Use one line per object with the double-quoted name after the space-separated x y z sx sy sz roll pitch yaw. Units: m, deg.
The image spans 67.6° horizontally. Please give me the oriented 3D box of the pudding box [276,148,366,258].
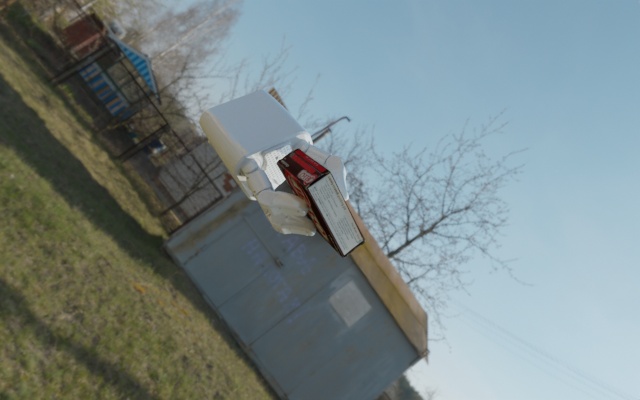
0.000 0.002 0.567 0.039 0.113 0.090 -36 33 -8 "pudding box"
